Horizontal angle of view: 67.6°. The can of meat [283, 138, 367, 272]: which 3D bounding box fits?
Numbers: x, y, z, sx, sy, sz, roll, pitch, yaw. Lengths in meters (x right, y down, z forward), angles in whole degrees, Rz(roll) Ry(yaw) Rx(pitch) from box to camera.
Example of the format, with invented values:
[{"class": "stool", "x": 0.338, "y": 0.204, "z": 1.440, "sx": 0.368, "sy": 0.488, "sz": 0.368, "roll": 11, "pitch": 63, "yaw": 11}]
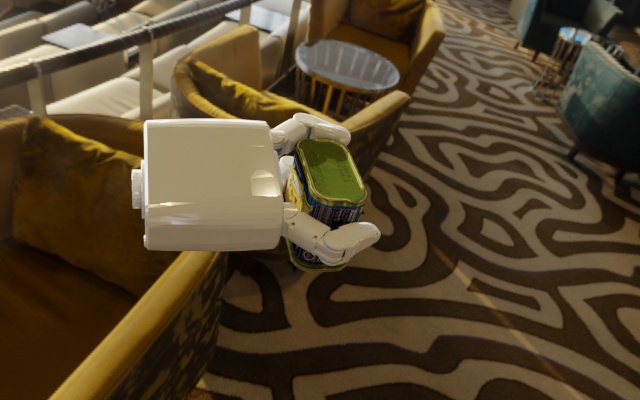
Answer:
[{"class": "can of meat", "x": 0.000, "y": 0.001, "z": 0.451, "sx": 0.057, "sy": 0.084, "sz": 0.102, "roll": 1, "pitch": 40, "yaw": -18}]
